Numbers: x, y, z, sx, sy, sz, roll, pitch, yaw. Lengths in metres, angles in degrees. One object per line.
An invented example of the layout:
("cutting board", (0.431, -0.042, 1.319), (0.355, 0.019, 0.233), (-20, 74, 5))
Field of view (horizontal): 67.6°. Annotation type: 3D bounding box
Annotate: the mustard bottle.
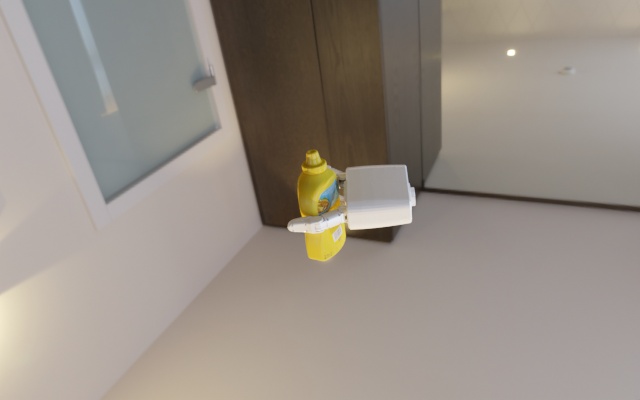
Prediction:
("mustard bottle", (0.000, 0.003, 0.826), (0.058, 0.192, 0.096), (9, 34, 29))
